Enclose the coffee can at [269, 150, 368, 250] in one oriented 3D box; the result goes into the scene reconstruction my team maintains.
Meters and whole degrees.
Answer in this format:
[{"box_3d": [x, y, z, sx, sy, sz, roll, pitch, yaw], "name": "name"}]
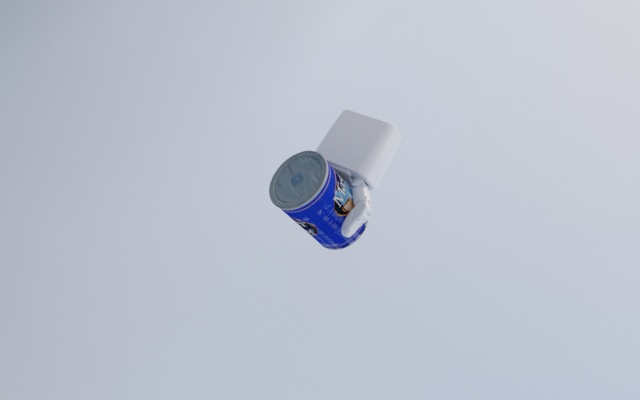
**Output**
[{"box_3d": [0.000, 0.003, 0.759, 0.103, 0.102, 0.140, 0, -30, 36], "name": "coffee can"}]
